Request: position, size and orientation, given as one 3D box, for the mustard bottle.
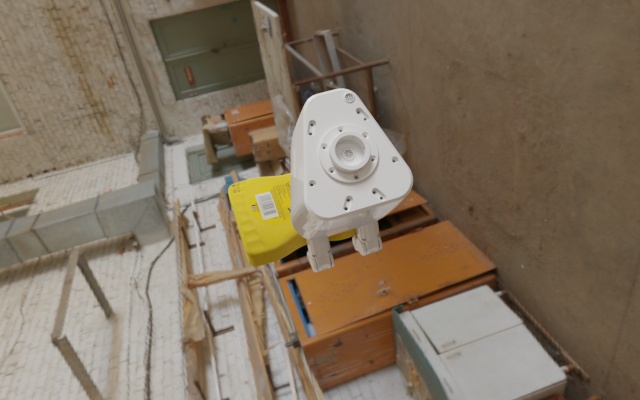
[{"bbox_3d":[0.000,0.002,0.538,0.191,0.096,0.058,-16,-32,-10],"label":"mustard bottle"}]
